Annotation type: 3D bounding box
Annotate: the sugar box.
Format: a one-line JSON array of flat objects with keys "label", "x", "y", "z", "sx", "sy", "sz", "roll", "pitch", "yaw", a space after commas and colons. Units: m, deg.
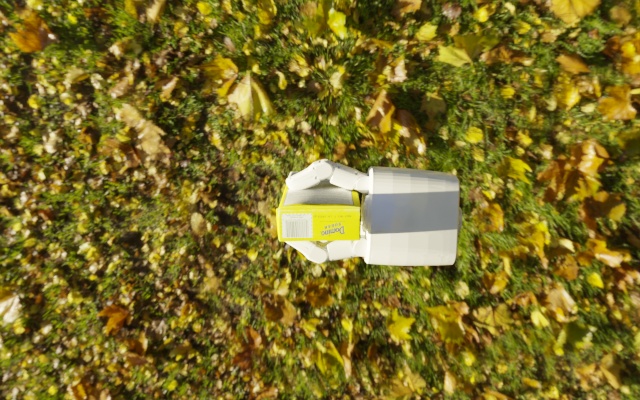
[{"label": "sugar box", "x": 0.000, "y": 0.003, "z": 0.602, "sx": 0.093, "sy": 0.048, "sz": 0.176, "roll": 0, "pitch": 14, "yaw": 2}]
